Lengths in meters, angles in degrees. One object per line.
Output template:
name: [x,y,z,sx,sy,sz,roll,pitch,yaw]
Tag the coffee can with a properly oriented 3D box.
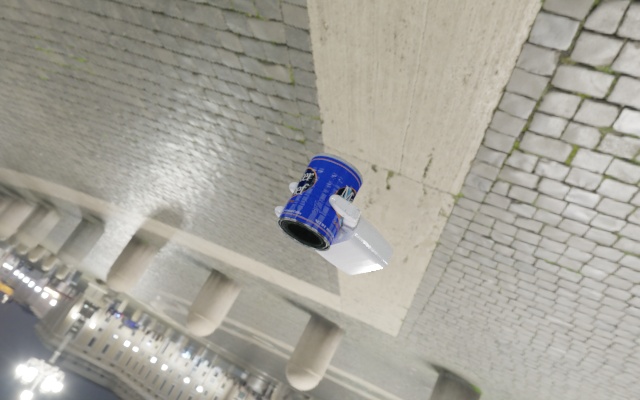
coffee can: [0.000,0.002,0.834,0.103,0.140,0.103,24,-23,11]
